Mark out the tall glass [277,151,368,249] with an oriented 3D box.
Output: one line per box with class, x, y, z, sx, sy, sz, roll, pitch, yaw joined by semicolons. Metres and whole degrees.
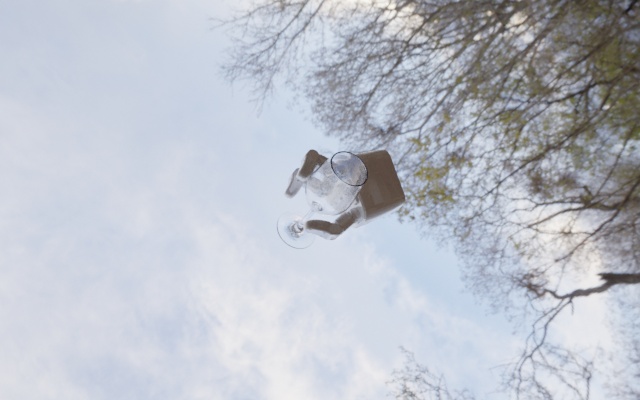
tall glass;0.000;0.003;0.768;0.079;0.079;0.201;0;-30;-29
